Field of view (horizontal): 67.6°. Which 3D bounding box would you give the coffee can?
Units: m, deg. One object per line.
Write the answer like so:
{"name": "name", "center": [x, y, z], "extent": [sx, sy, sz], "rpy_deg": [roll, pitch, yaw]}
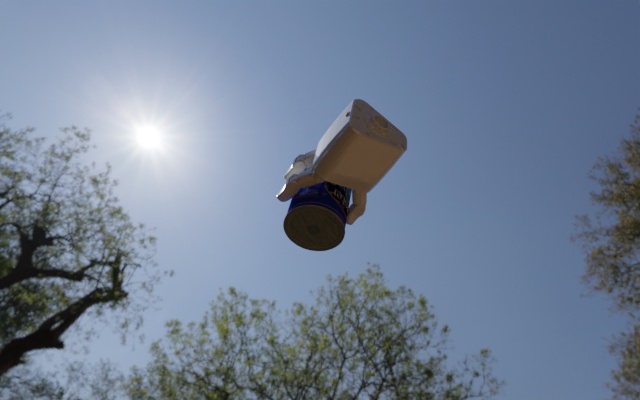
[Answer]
{"name": "coffee can", "center": [0.000, 0.003, 0.831], "extent": [0.103, 0.103, 0.140], "rpy_deg": [0, 42, 12]}
